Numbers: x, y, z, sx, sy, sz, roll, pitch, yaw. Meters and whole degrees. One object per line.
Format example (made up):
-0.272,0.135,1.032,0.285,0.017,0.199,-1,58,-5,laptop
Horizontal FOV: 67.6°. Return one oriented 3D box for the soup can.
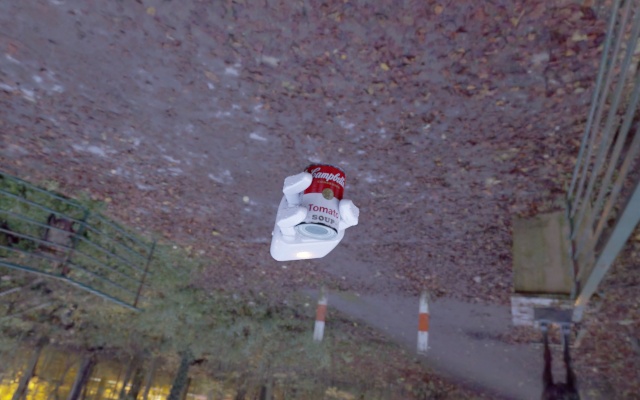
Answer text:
0.000,0.003,0.734,0.068,0.102,0.068,7,-24,3,soup can
